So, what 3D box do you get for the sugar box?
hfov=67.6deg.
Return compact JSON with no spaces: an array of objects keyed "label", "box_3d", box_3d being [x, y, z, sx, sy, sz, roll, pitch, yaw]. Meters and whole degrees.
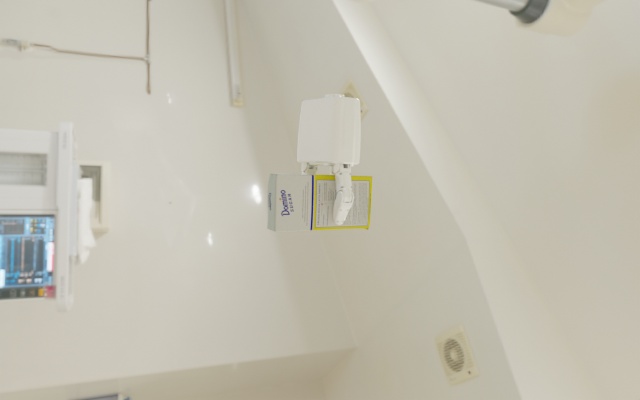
[{"label":"sugar box","box_3d":[0.000,0.002,0.795,0.176,0.093,0.048,1,4,-24]}]
